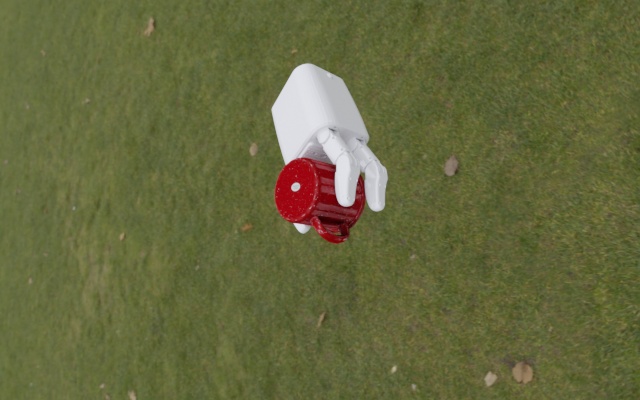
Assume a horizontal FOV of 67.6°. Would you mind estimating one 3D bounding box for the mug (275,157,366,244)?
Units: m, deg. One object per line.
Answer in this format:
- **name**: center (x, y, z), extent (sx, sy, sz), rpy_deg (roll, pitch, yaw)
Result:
- **mug**: center (0.000, 0.003, 0.598), extent (0.081, 0.117, 0.093), rpy_deg (11, -39, -44)
